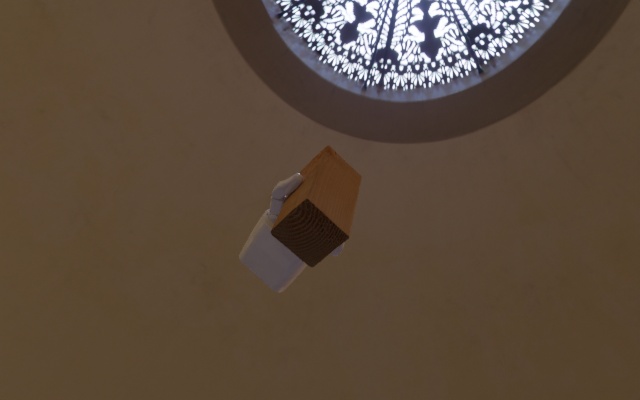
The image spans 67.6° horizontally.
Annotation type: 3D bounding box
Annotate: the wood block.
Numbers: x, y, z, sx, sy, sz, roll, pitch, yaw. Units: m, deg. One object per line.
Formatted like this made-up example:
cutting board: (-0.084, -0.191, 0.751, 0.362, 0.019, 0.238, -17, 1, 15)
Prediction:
wood block: (0.000, 0.003, 0.800, 0.090, 0.091, 0.206, -42, 14, 27)
